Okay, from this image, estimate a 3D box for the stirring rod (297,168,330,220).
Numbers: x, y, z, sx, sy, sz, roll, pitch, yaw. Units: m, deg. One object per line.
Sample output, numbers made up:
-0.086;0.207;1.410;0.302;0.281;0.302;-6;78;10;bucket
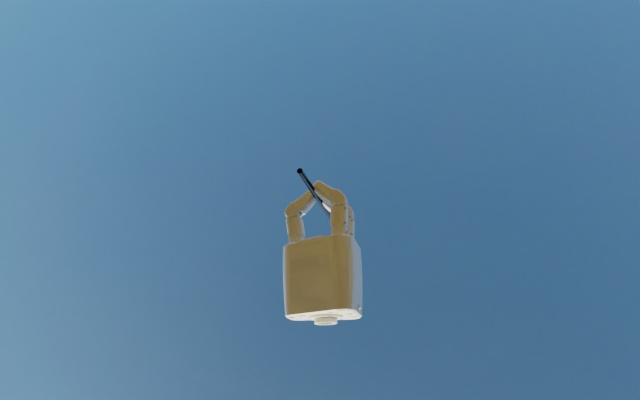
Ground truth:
0.000;0.003;0.757;0.011;0.011;0.240;0;-21;15;stirring rod
